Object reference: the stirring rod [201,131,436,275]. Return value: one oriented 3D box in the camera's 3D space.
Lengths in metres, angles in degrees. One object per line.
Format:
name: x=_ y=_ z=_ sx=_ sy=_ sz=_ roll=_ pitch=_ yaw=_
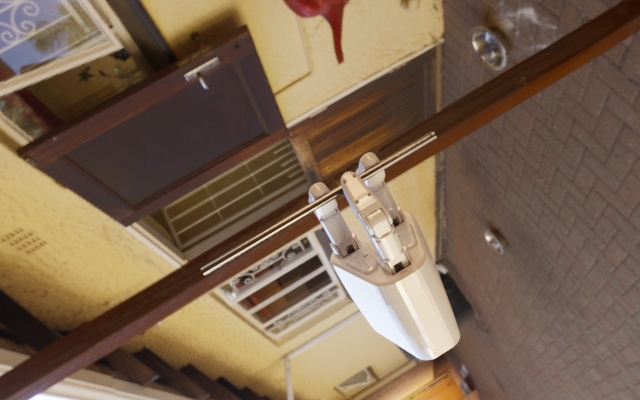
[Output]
stirring rod: x=0.000 y=0.001 z=0.427 sx=0.239 sy=0.011 sz=0.011 roll=-31 pitch=2 yaw=-4
